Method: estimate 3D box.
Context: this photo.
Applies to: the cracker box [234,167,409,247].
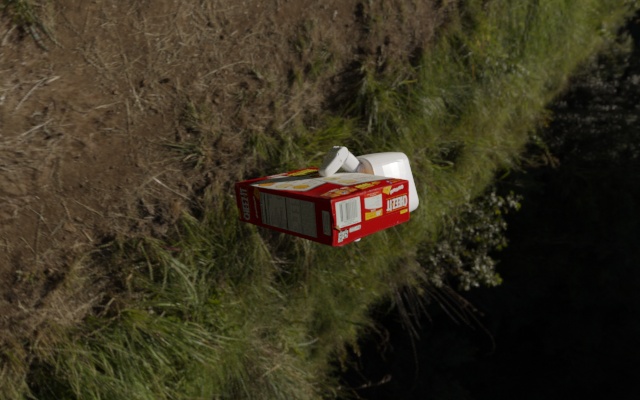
[{"bbox_3d":[0.000,0.002,0.719,0.164,0.072,0.213,-15,17,-42],"label":"cracker box"}]
